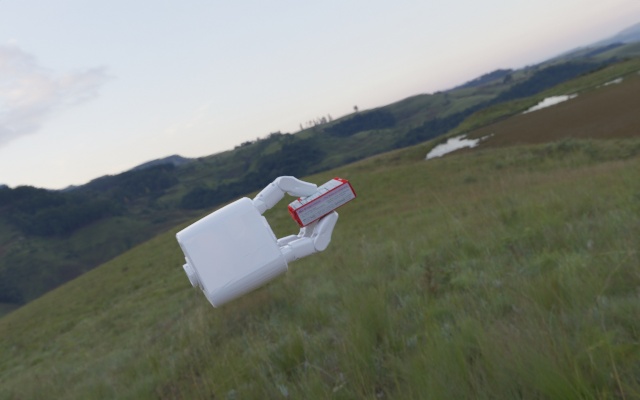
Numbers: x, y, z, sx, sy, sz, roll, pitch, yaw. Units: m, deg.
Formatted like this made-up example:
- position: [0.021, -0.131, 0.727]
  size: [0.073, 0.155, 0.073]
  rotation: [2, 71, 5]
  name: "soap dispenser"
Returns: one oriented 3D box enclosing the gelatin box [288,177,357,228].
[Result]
- position: [0.000, 0.002, 0.676]
  size: [0.089, 0.030, 0.073]
  rotation: [-30, 10, -6]
  name: "gelatin box"
